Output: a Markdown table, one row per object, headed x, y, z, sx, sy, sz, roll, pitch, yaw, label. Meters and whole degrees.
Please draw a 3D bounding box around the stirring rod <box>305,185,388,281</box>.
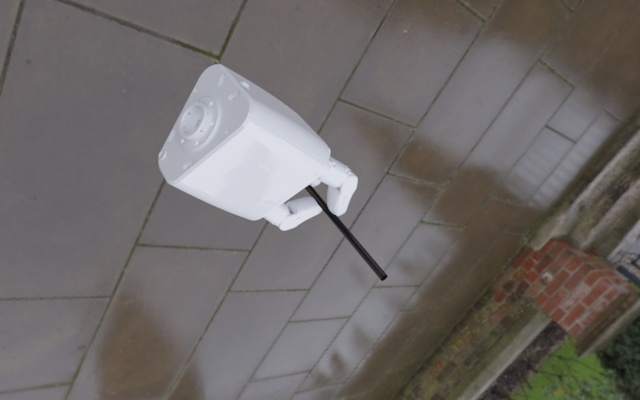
| x | y | z | sx | sy | sz | roll | pitch | yaw | label |
| --- | --- | --- | --- | --- | --- | --- | --- | --- | --- |
| 0.000 | 0.002 | 0.534 | 0.011 | 0.011 | 0.239 | 0 | 37 | -40 | stirring rod |
